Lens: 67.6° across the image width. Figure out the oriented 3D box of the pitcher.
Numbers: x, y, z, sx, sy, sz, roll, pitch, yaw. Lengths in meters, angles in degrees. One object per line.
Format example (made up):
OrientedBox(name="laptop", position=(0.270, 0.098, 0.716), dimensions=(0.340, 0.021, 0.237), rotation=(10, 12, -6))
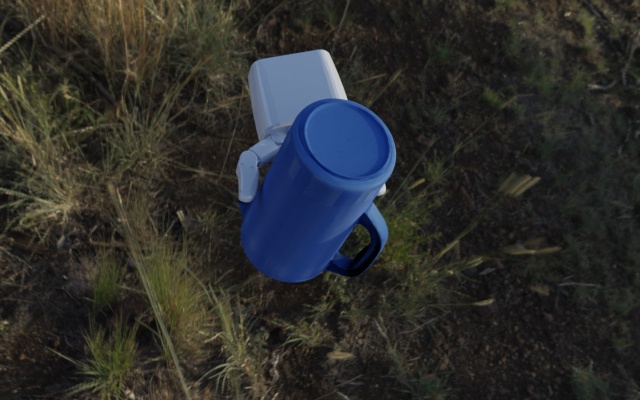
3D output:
OrientedBox(name="pitcher", position=(0.000, 0.002, 0.556), dimensions=(0.149, 0.145, 0.243), rotation=(-4, -25, -21))
